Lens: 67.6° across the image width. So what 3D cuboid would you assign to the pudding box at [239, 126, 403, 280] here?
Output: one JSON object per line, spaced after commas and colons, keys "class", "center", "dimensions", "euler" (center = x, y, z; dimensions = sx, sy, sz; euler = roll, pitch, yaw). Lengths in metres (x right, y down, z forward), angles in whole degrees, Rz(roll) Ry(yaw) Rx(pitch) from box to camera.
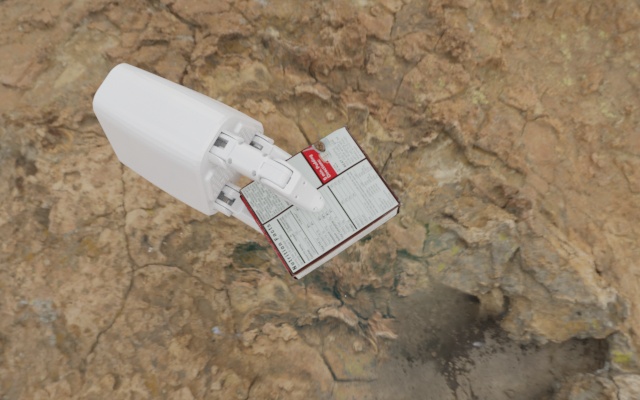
{"class": "pudding box", "center": [0.000, 0.001, 0.415], "dimensions": [0.113, 0.090, 0.039], "euler": [-33, -11, -3]}
